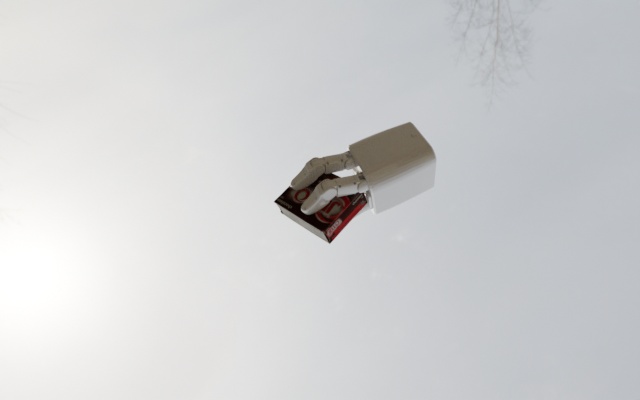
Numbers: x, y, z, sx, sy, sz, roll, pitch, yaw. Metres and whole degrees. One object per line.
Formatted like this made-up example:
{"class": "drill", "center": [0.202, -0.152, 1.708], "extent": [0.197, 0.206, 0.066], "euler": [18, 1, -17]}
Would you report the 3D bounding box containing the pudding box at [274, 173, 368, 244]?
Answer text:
{"class": "pudding box", "center": [0.000, 0.002, 0.720], "extent": [0.113, 0.090, 0.039], "euler": [28, -25, 39]}
